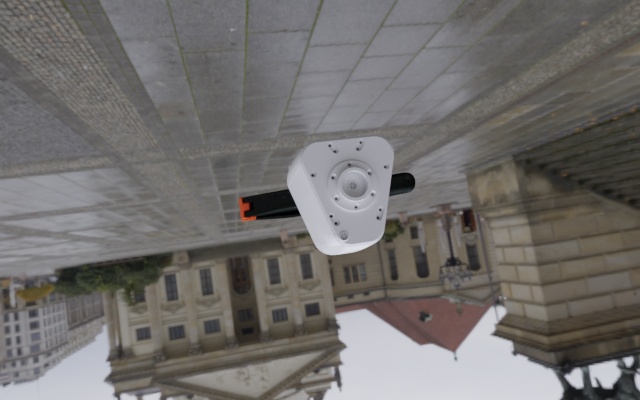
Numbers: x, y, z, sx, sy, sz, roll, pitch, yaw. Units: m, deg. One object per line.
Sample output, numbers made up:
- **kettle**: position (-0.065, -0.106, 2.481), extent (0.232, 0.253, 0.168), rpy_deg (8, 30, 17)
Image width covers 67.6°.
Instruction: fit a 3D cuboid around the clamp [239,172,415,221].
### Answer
- **clamp**: position (0.000, 0.003, 0.627), extent (0.210, 0.036, 0.164), rpy_deg (-7, -9, -10)
